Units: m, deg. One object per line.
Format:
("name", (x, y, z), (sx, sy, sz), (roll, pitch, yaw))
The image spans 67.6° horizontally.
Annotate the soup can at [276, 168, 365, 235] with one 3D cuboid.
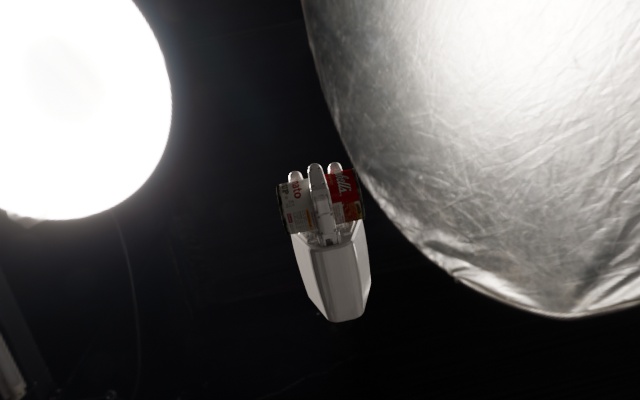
("soup can", (0.000, 0.002, 0.613), (0.102, 0.068, 0.068), (-12, 0, 0))
